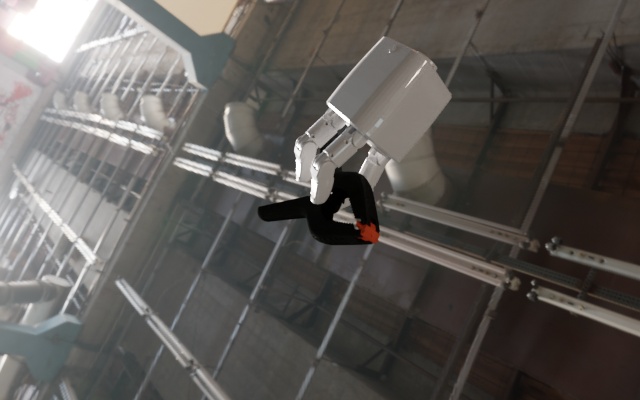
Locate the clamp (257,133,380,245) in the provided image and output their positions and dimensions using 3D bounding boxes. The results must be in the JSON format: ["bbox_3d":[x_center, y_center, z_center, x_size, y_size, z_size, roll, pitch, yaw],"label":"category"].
[{"bbox_3d":[0.001,0.002,0.599,0.036,0.164,0.210,33,12,-38],"label":"clamp"}]
